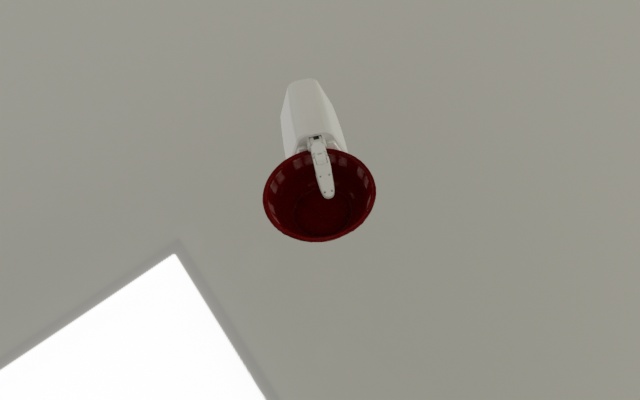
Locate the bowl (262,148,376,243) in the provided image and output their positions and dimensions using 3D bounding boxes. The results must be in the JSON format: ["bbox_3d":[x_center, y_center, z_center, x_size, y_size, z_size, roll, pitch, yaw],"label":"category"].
[{"bbox_3d":[0.000,0.004,0.695,0.162,0.162,0.055,0,-34,7],"label":"bowl"}]
